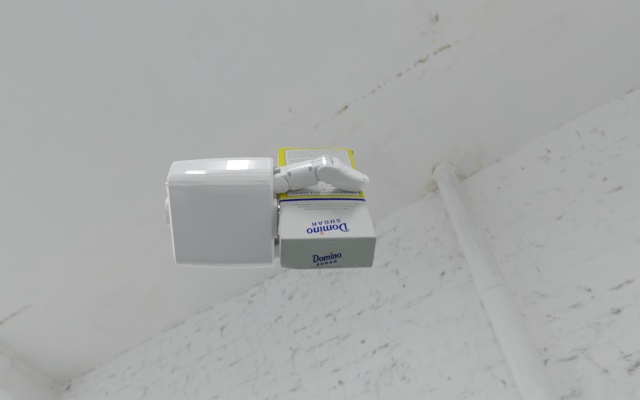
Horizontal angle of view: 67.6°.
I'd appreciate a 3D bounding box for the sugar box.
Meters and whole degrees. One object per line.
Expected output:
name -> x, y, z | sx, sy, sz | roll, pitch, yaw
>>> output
sugar box -> 0.000, 0.002, 0.524 | 0.093, 0.048, 0.176 | 0, 37, -5
